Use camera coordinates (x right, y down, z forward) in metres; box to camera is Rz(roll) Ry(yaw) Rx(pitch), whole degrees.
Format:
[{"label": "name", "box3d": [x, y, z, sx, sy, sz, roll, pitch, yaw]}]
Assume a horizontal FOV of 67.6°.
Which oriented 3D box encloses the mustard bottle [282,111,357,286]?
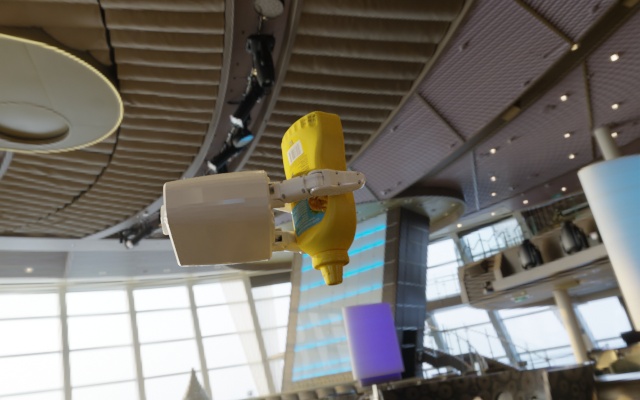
[{"label": "mustard bottle", "box3d": [0.000, 0.002, 0.548, 0.058, 0.191, 0.096, 5, -25, -32]}]
